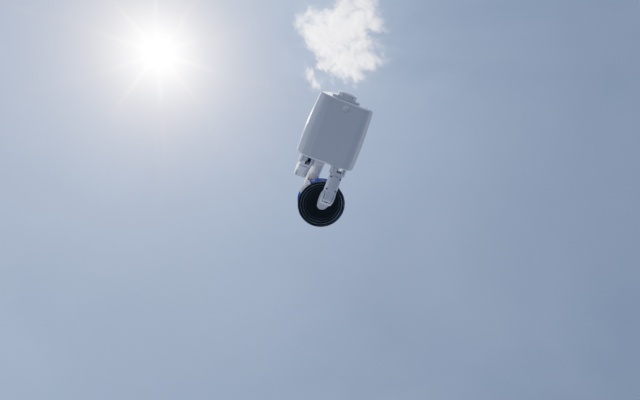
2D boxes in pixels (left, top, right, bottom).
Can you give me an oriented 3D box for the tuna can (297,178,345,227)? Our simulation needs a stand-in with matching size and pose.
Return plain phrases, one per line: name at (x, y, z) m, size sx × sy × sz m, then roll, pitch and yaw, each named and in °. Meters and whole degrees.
tuna can at (0.000, 0.003, 0.873) m, size 0.086 × 0.086 × 0.033 m, roll 0°, pitch 16°, yaw -5°
